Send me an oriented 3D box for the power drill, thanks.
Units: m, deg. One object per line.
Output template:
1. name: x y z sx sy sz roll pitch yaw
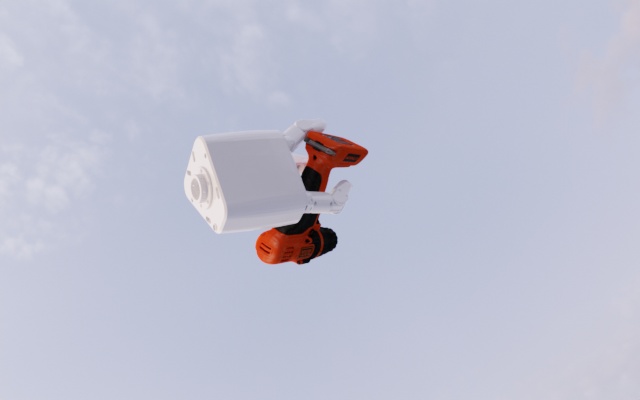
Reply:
1. power drill: 0.000 0.002 0.677 0.057 0.188 0.184 28 13 25
